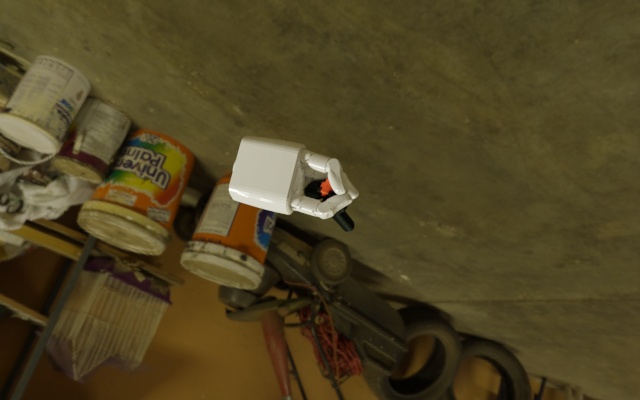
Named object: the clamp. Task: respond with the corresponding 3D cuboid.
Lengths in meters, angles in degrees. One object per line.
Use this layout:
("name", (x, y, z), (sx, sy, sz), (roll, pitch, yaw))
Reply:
("clamp", (0.000, 0.003, 0.852), (0.120, 0.039, 0.171), (13, -24, 13))
